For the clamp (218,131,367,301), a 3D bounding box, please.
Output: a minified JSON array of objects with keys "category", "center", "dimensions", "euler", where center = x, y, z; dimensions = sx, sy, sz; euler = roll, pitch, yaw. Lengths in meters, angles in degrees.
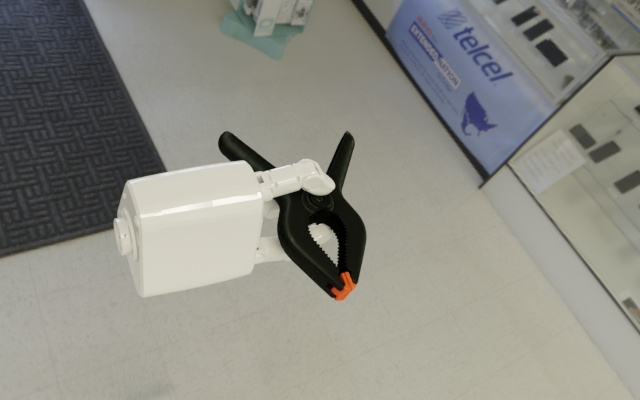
[{"category":"clamp","center":[0.000,0.002,0.506],"dimensions":[0.164,0.210,0.036],"euler":[-12,-29,-30]}]
